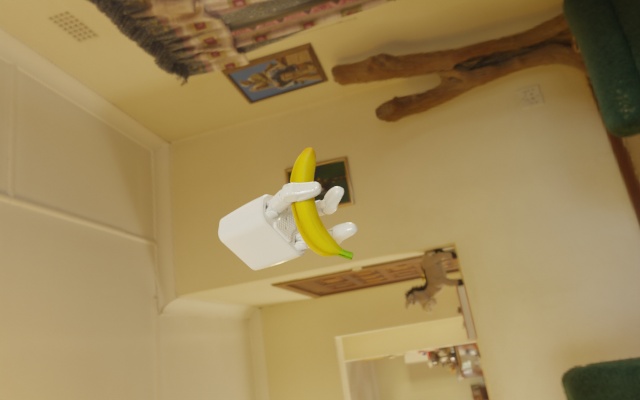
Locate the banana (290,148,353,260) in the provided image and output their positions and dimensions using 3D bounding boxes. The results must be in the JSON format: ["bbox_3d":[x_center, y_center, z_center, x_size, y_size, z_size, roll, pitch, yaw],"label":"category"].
[{"bbox_3d":[-0.014,0.007,0.738,0.069,0.197,0.037,-5,-23,-35],"label":"banana"}]
